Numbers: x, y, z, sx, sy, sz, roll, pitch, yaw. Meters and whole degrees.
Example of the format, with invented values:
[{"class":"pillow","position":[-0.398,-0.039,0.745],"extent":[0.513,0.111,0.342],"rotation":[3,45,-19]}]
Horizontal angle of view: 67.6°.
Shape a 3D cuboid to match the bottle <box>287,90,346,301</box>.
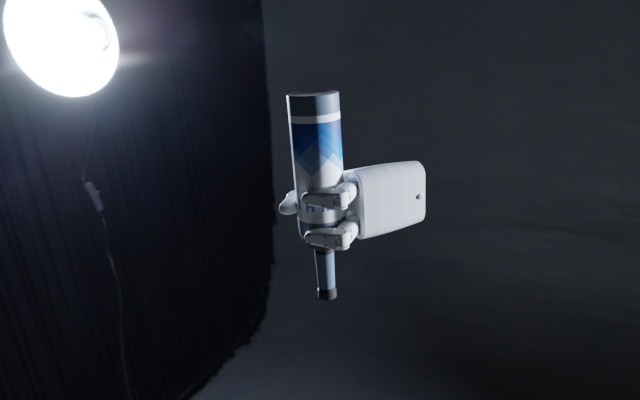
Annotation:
[{"class":"bottle","position":[0.000,0.002,0.656],"extent":[0.069,0.296,0.069],"rotation":[-4,19,1]}]
